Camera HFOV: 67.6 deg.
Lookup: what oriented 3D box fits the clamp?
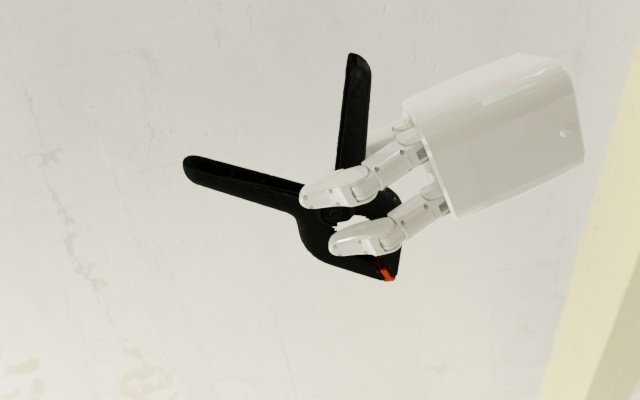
[{"bbox_3d":[0.000,0.001,0.404,0.164,0.210,0.036,-22,35,14],"label":"clamp"}]
